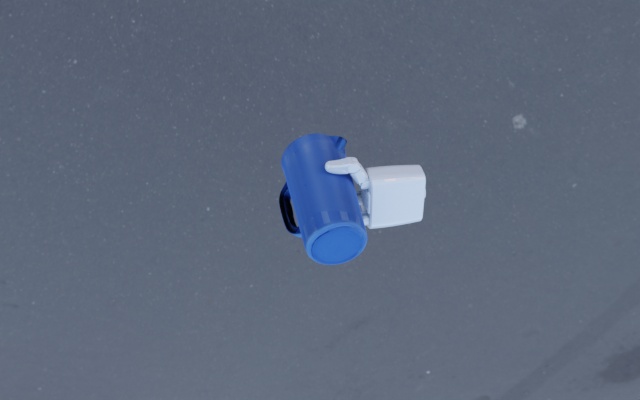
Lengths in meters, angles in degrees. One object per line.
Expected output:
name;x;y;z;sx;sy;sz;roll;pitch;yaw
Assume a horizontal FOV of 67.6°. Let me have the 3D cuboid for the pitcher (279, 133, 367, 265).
pitcher;0.000;0.003;0.889;0.145;0.149;0.242;-7;44;-8
